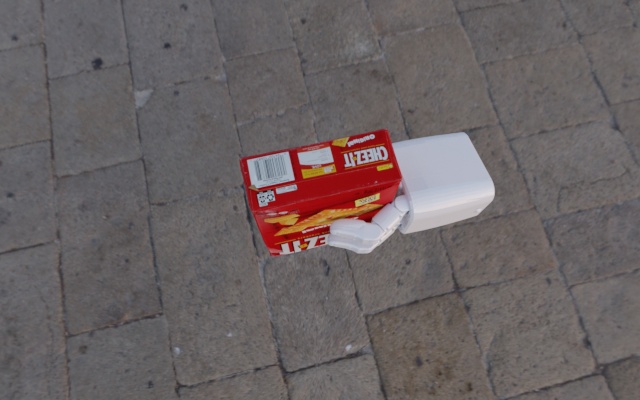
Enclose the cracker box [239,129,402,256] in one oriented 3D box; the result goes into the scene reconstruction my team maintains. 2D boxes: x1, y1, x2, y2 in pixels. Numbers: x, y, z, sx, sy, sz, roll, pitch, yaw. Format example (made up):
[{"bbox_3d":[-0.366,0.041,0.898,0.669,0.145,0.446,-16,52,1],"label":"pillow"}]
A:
[{"bbox_3d":[0.000,0.002,0.595,0.164,0.072,0.214,-12,-19,-5],"label":"cracker box"}]
